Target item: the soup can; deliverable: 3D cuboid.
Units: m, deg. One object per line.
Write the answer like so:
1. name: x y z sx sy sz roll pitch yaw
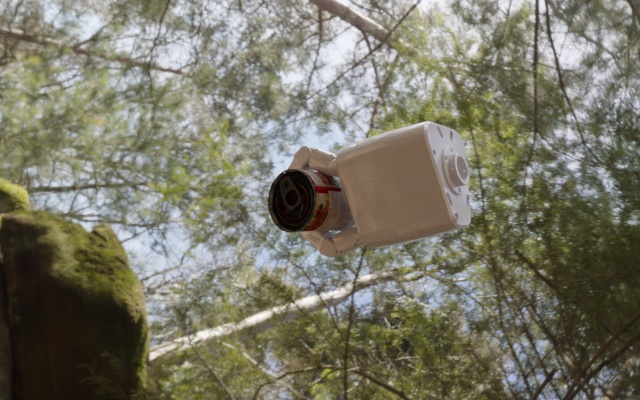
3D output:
1. soup can: 0.000 0.002 0.544 0.068 0.068 0.102 0 -2 39
